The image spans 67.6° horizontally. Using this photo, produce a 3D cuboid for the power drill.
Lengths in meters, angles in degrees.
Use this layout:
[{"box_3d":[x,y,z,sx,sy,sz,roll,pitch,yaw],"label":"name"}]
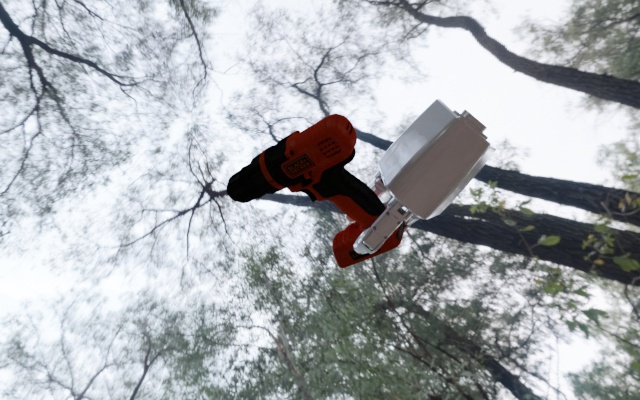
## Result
[{"box_3d":[0.001,0.002,0.586,0.184,0.057,0.188,-25,-58,31],"label":"power drill"}]
